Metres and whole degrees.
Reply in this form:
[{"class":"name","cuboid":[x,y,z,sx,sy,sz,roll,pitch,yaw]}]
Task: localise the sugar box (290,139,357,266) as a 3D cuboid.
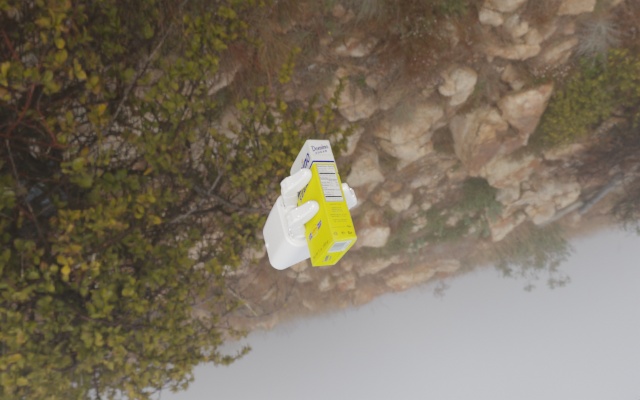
[{"class":"sugar box","cuboid":[0.000,0.003,0.741,0.048,0.176,0.093,-4,-29,-26]}]
